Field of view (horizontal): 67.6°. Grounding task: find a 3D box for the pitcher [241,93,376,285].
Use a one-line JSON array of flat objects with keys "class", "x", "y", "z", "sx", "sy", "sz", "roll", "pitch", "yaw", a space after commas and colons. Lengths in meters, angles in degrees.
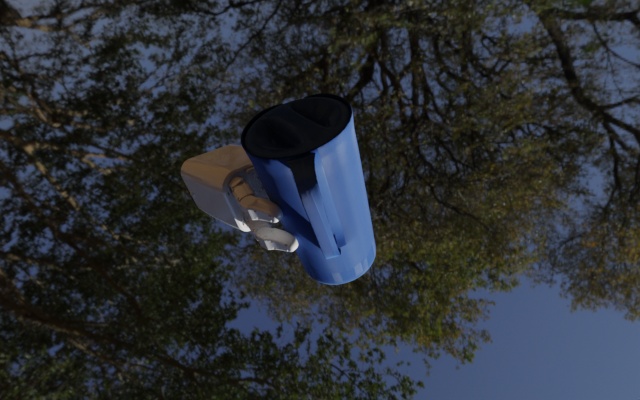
[{"class": "pitcher", "x": 0.000, "y": 0.002, "z": 0.611, "sx": 0.145, "sy": 0.243, "sz": 0.149, "roll": 17, "pitch": 50, "yaw": 36}]
